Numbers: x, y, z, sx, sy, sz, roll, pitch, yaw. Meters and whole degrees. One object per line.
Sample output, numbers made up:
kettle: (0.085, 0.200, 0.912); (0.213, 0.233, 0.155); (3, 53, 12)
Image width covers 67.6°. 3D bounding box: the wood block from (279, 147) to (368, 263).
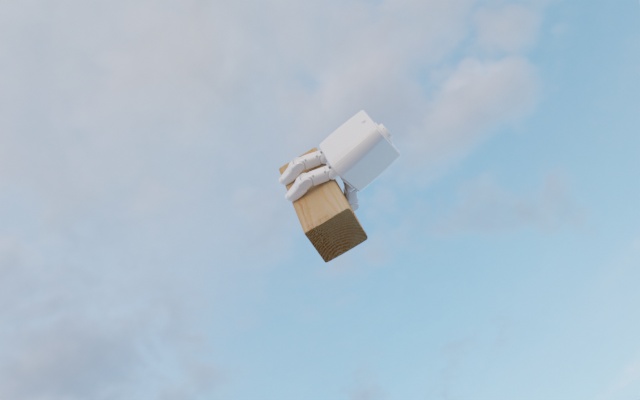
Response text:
wood block: (0.001, 0.003, 0.894); (0.090, 0.091, 0.206); (-30, 39, 4)
